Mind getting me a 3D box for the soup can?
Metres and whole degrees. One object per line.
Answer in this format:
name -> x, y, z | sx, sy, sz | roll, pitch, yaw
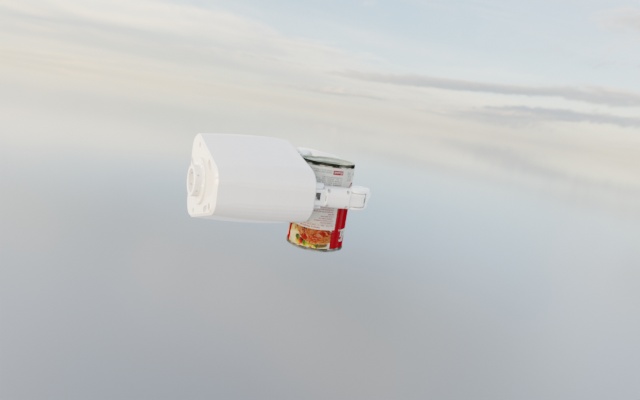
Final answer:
soup can -> 0.001, 0.002, 0.562 | 0.068, 0.102, 0.068 | 9, 11, -2
